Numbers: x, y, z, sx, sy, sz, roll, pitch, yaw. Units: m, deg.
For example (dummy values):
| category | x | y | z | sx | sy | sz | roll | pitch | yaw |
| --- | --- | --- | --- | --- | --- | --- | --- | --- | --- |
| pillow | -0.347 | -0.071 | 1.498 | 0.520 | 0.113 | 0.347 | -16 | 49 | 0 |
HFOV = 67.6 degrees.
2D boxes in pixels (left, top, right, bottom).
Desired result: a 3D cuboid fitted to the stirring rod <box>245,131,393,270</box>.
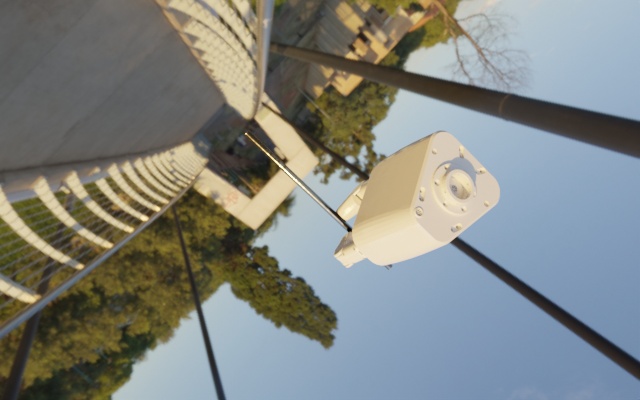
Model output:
| category | x | y | z | sx | sy | sz | roll | pitch | yaw |
| --- | --- | --- | --- | --- | --- | --- | --- | --- | --- |
| stirring rod | 0.000 | 0.002 | 0.579 | 0.239 | 0.011 | 0.011 | 43 | -7 | -8 |
